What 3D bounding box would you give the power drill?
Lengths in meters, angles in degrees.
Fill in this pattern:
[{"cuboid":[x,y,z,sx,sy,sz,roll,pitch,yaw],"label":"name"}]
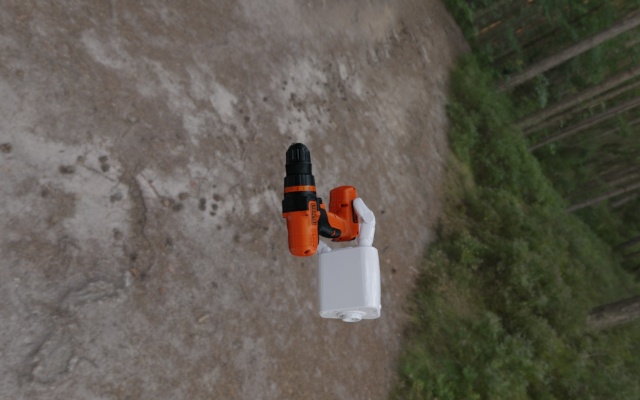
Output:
[{"cuboid":[0.000,0.003,0.826,0.057,0.184,0.187,-5,-6,31],"label":"power drill"}]
